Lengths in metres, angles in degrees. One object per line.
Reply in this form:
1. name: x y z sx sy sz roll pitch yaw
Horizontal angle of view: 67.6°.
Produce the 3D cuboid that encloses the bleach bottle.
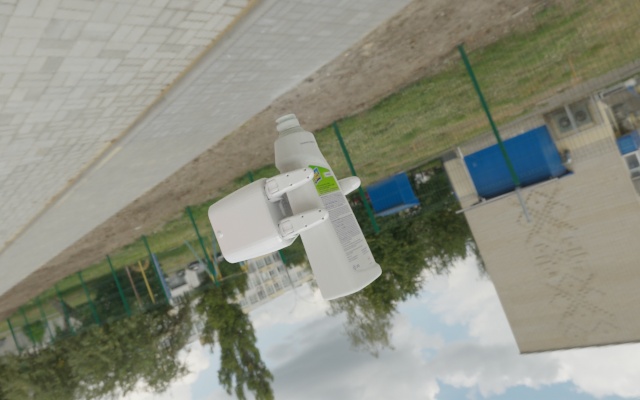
1. bleach bottle: 0.000 0.002 0.657 0.068 0.251 0.102 -22 -3 29
